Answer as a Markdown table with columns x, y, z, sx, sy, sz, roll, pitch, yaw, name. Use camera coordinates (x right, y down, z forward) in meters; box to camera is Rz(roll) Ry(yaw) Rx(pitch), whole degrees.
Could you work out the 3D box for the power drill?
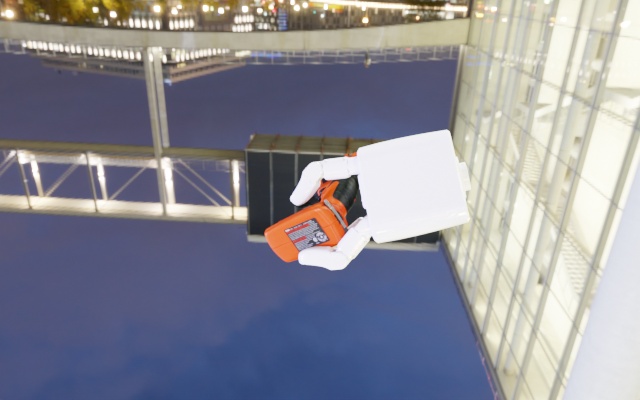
| x | y | z | sx | sy | sz | roll | pitch | yaw | name |
| --- | --- | --- | --- | --- | --- | --- | --- | --- | --- |
| 0.000 | 0.002 | 0.650 | 0.184 | 0.057 | 0.187 | -26 | 18 | 36 | power drill |
